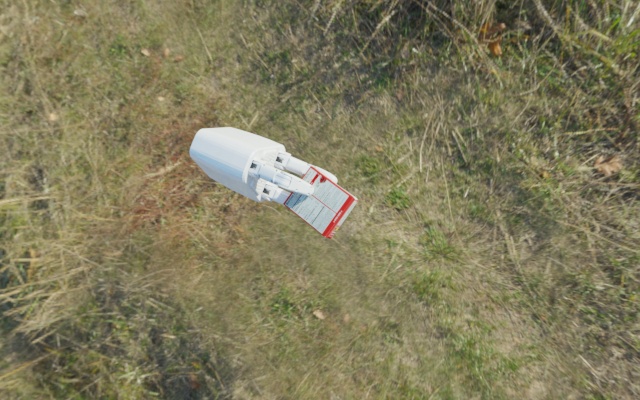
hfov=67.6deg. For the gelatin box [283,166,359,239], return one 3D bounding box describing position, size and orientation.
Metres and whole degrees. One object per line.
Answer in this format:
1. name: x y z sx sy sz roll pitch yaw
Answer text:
1. gelatin box: 0.000 0.002 0.716 0.089 0.073 0.030 37 5 21
